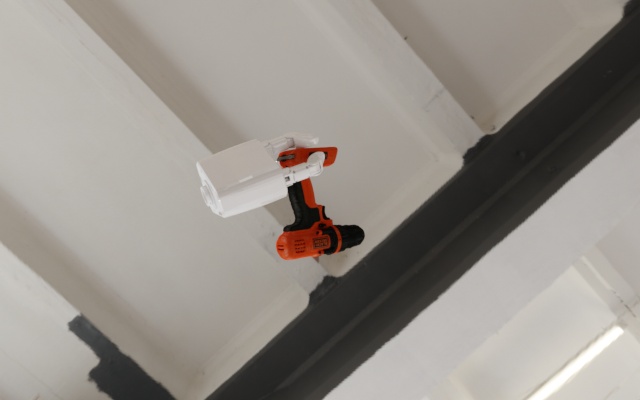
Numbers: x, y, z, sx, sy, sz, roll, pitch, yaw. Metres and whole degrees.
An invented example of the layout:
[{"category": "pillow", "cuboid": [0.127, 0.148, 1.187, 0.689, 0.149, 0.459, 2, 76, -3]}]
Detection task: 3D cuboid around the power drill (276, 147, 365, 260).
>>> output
[{"category": "power drill", "cuboid": [0.000, 0.002, 0.828, 0.184, 0.187, 0.057, -6, 0, -41]}]
